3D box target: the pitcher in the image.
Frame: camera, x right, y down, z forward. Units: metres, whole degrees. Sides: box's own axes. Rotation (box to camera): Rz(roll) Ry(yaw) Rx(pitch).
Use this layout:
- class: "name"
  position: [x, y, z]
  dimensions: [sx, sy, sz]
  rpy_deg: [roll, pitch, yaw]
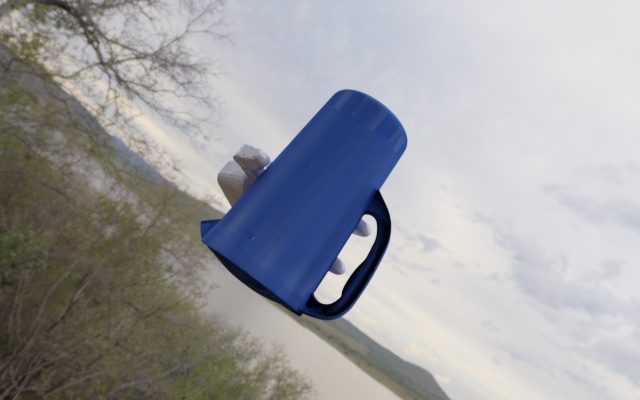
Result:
- class: "pitcher"
  position: [0.000, 0.002, 0.533]
  dimensions: [0.149, 0.242, 0.145]
  rpy_deg: [45, -16, -28]
